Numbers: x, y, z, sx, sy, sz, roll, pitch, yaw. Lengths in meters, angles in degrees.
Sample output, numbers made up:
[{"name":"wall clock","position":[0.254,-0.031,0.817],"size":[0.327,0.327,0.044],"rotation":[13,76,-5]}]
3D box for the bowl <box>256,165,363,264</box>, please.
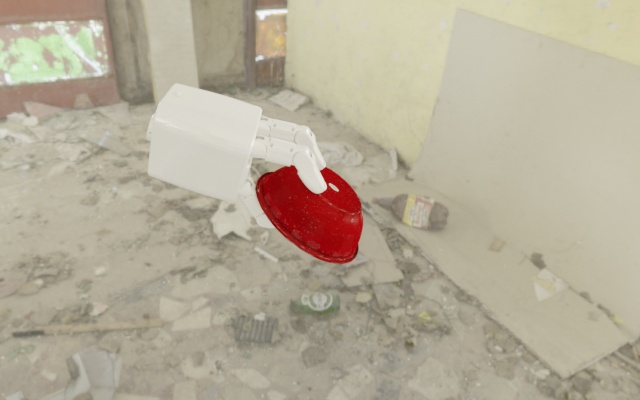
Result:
[{"name":"bowl","position":[0.001,0.002,0.608],"size":[0.055,0.162,0.162],"rotation":[-50,-26,24]}]
